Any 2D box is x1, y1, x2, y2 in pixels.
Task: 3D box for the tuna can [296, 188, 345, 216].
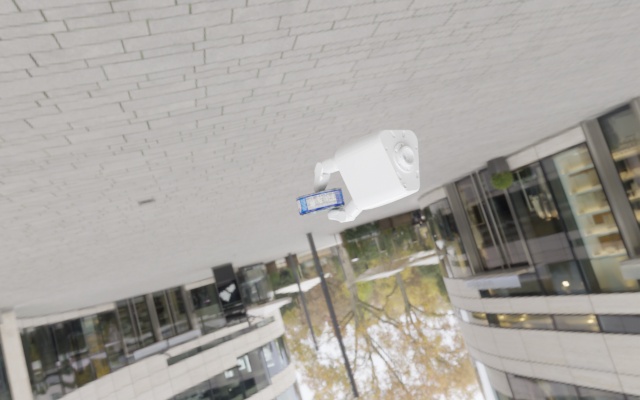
[{"bbox_3d":[0.000,0.003,0.865,0.086,0.034,0.086,-13,-3,-1],"label":"tuna can"}]
